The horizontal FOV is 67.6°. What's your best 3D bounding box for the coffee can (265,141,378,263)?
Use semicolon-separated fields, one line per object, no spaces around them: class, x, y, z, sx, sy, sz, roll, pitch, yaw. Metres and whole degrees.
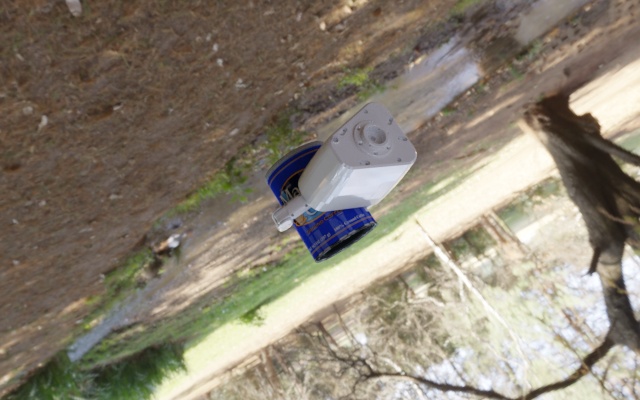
coffee can;0.000;0.002;0.676;0.103;0.140;0.103;-31;-13;-8
